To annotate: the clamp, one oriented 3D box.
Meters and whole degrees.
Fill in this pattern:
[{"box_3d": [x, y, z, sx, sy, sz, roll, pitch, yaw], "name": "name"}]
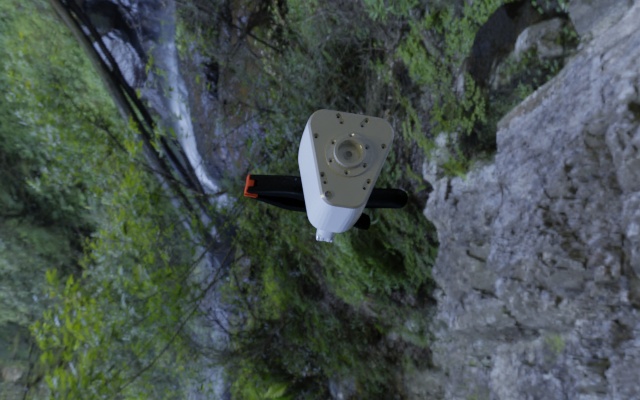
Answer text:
[{"box_3d": [-0.001, 0.003, 0.670, 0.210, 0.036, 0.165, 9, -18, -3], "name": "clamp"}]
